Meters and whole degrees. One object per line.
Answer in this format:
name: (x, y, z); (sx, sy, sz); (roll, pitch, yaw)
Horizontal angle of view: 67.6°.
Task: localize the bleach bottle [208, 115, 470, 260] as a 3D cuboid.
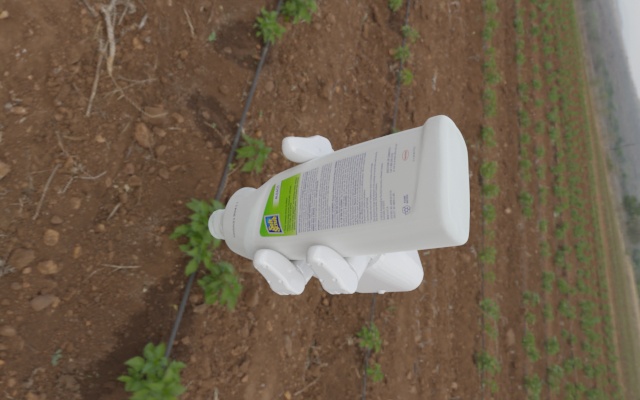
bleach bottle: (0.000, 0.001, 0.430); (0.251, 0.102, 0.068); (-9, -26, 32)
